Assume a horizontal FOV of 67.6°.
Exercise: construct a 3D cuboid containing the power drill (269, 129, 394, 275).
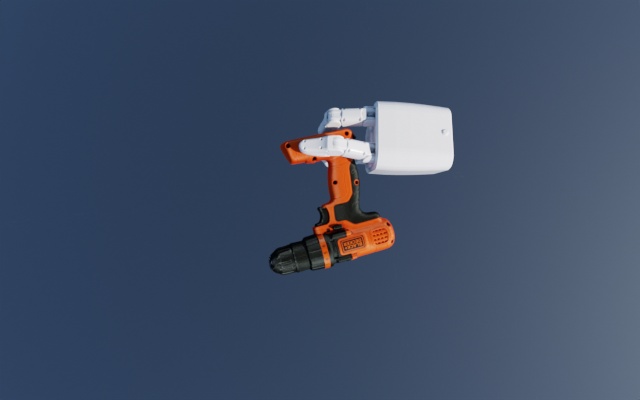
[{"bbox_3d":[0.000,0.002,0.682,0.184,0.187,0.057,-14,4,-10],"label":"power drill"}]
